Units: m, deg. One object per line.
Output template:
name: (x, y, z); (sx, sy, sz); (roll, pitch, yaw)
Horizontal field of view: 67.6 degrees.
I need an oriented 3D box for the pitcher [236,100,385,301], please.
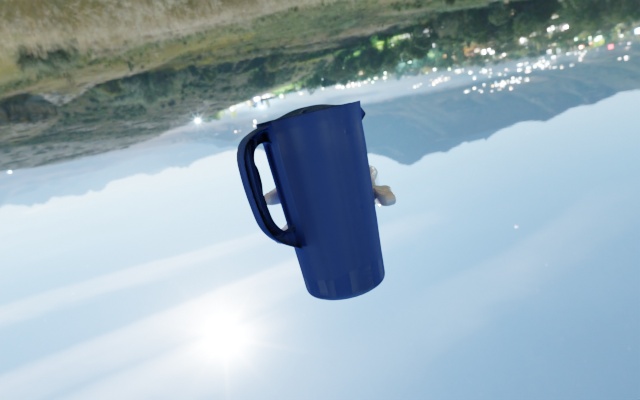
pitcher: (0.000, 0.002, 0.612); (0.149, 0.243, 0.145); (-10, 11, 13)
